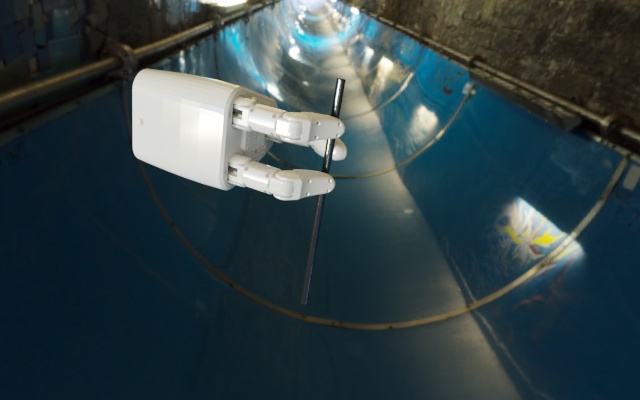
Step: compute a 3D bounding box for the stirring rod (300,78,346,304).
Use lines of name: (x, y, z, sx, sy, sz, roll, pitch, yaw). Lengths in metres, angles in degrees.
stirring rod: (0.000, 0.001, 0.471, 0.011, 0.240, 0.011, 8, 23, -3)
